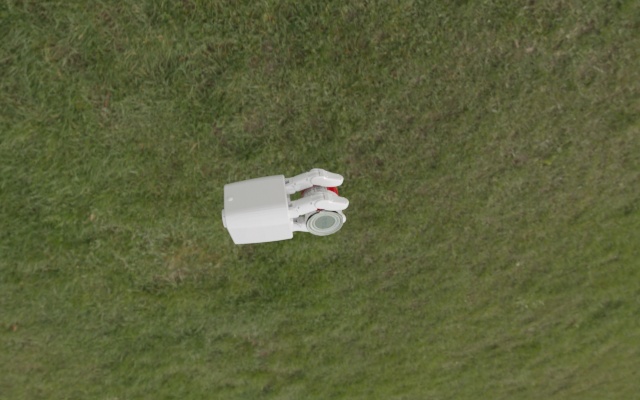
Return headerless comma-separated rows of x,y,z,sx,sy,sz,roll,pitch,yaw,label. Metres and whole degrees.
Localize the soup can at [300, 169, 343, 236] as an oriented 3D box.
0.001,0.003,0.852,0.068,0.102,0.069,-6,-41,-5,soup can
